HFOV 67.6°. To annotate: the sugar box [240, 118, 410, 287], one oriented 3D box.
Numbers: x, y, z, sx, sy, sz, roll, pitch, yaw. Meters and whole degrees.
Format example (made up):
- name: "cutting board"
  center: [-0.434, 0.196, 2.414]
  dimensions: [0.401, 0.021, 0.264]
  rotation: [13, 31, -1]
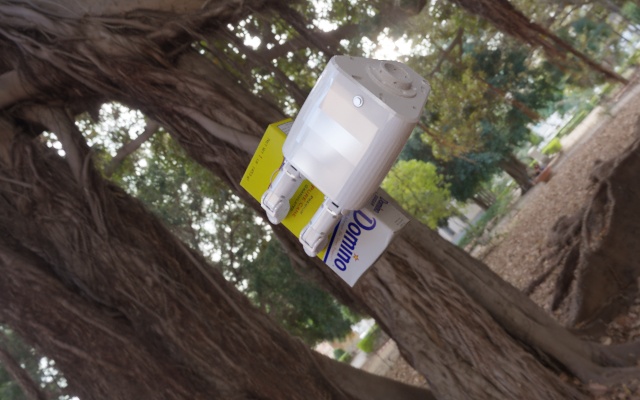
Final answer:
- name: "sugar box"
  center: [0.000, 0.002, 0.521]
  dimensions: [0.176, 0.093, 0.048]
  rotation: [42, 36, 14]
